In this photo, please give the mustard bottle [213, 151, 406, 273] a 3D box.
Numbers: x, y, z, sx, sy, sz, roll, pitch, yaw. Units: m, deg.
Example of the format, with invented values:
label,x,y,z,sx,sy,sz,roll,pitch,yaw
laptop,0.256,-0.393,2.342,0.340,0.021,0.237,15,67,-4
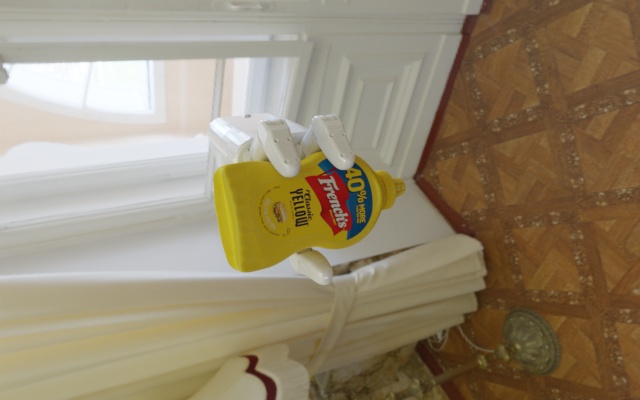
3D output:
label,x,y,z,sx,sy,sz,roll,pitch,yaw
mustard bottle,0.000,0.002,0.456,0.191,0.096,0.058,-11,3,-27
